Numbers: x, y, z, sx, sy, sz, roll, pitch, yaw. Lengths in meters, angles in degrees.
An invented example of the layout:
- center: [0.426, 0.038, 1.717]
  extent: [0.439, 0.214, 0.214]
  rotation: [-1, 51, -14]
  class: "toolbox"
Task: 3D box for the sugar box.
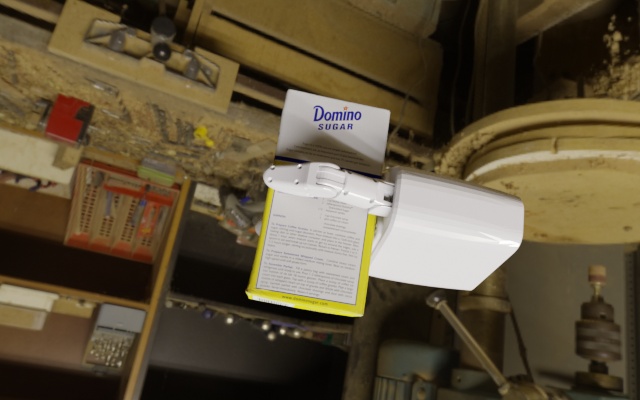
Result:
- center: [0.000, 0.002, 0.402]
  extent: [0.093, 0.176, 0.048]
  rotation: [12, -18, -5]
  class: "sugar box"
